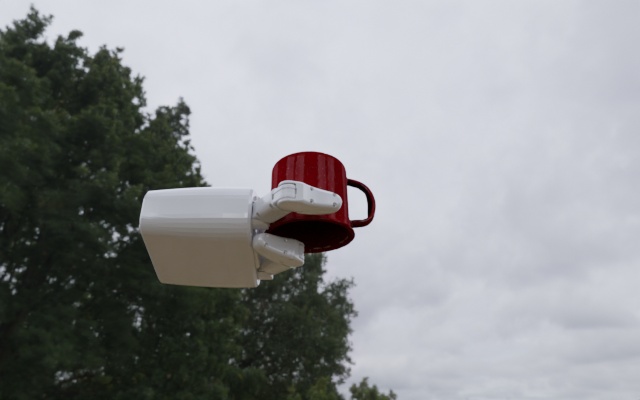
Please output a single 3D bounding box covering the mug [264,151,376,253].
[{"bbox_3d":[0.002,0.001,0.504,0.117,0.081,0.093,0,-27,-2],"label":"mug"}]
